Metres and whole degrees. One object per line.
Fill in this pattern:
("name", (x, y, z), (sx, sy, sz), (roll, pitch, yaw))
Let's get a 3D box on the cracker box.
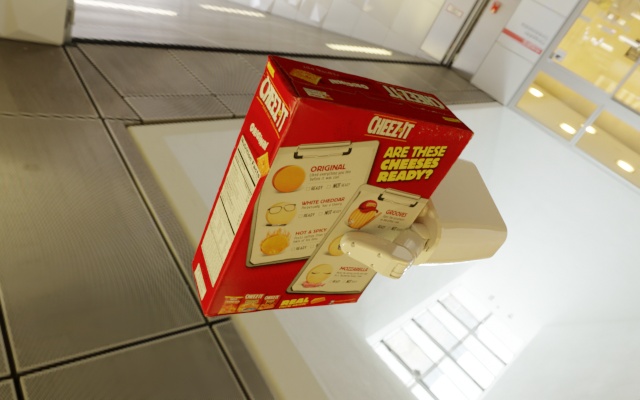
("cracker box", (0.000, 0.002, 0.406), (0.164, 0.214, 0.072), (3, 39, -34))
